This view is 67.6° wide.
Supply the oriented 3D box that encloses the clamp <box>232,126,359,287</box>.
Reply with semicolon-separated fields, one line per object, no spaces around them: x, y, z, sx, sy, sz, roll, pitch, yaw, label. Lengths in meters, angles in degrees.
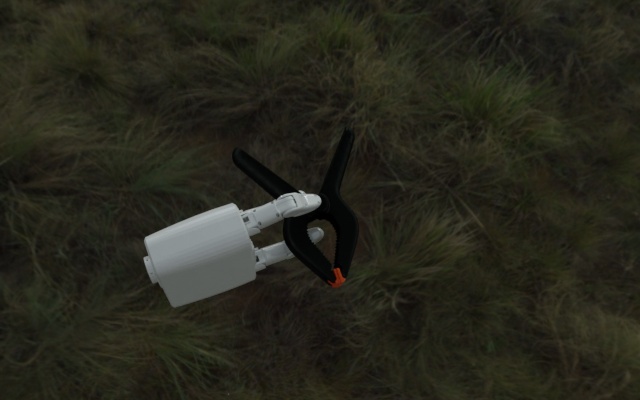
0.000;0.002;0.600;0.164;0.210;0.036;-20;-16;-15;clamp
